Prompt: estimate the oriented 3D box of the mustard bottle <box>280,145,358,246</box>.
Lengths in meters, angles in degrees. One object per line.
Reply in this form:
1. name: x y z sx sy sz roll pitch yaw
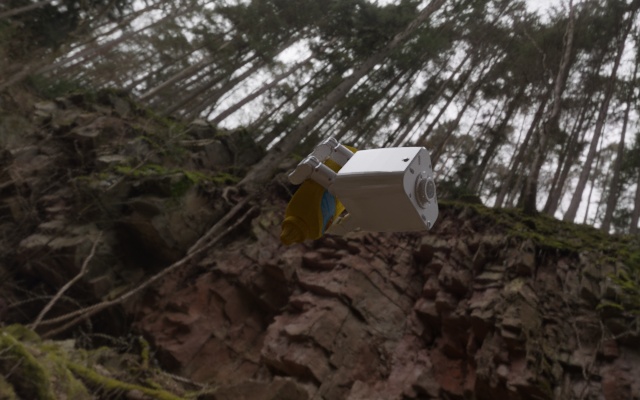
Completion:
1. mustard bottle: 0.000 0.002 0.716 0.058 0.096 0.191 21 45 22
